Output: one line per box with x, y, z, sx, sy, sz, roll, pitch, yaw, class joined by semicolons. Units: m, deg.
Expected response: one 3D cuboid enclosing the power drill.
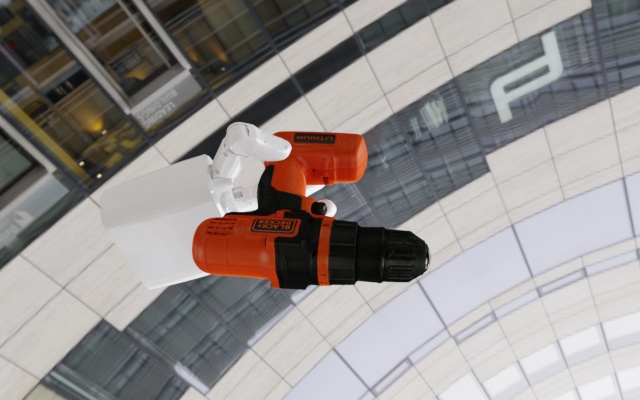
0.000;0.001;0.426;0.184;0.057;0.187;4;33;6;power drill
